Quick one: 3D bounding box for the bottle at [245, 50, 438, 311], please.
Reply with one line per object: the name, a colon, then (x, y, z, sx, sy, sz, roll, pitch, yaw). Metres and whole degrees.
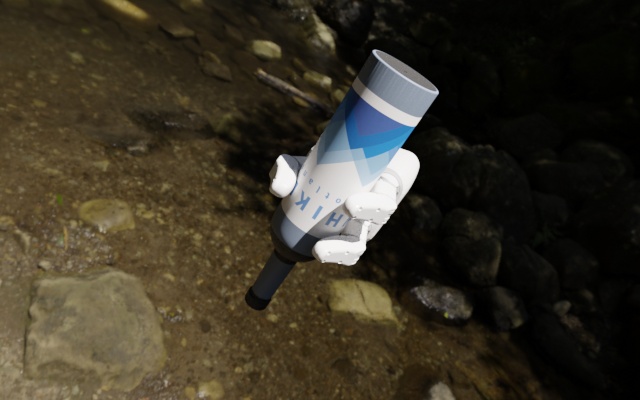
bottle: (0.000, 0.001, 0.467, 0.069, 0.296, 0.069, 26, 27, -14)
